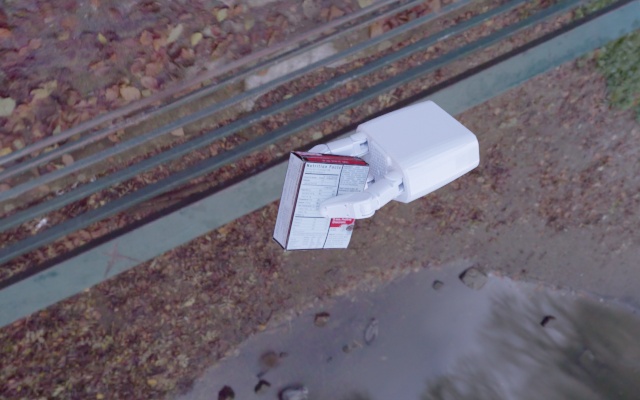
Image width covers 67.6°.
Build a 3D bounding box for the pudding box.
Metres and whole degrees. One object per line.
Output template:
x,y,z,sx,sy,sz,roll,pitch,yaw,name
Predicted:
0.000,0.002,0.553,0.090,0.113,0.039,2,21,-31,pudding box
